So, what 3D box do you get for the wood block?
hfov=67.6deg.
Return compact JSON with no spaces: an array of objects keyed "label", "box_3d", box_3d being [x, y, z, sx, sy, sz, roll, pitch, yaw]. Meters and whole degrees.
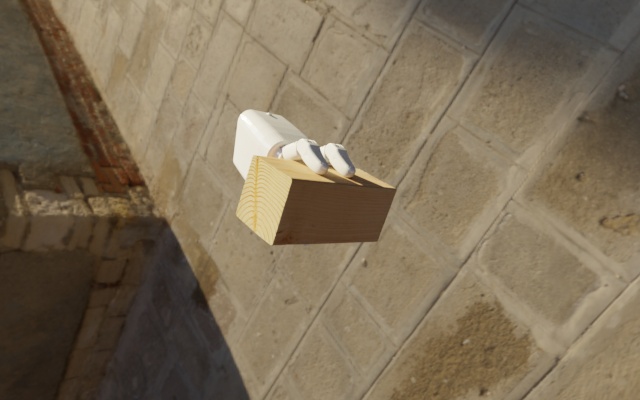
[{"label":"wood block","box_3d":[0.000,0.002,0.671,0.206,0.091,0.090,3,22,-44]}]
